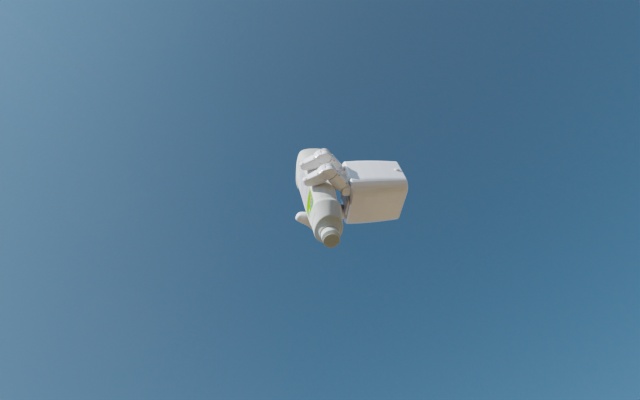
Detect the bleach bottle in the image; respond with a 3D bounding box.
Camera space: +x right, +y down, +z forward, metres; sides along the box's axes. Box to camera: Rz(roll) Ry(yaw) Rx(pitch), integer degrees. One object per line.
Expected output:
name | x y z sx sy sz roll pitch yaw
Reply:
bleach bottle | 0.000 0.003 0.879 0.068 0.103 0.250 -3 34 -8
